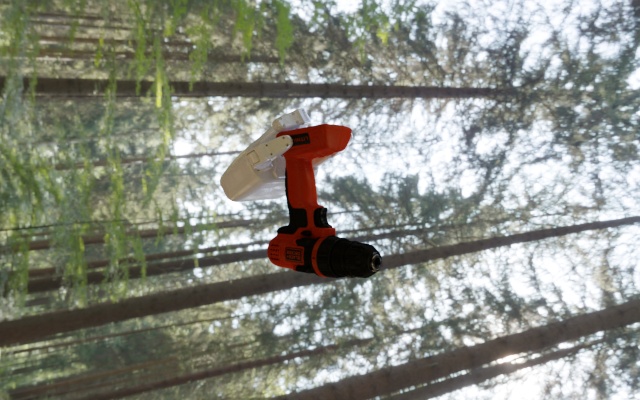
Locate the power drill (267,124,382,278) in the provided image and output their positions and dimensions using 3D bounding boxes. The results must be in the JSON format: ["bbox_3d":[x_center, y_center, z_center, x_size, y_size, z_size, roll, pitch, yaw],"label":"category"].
[{"bbox_3d":[0.000,0.002,0.601,0.184,0.187,0.057,0,-2,45],"label":"power drill"}]
